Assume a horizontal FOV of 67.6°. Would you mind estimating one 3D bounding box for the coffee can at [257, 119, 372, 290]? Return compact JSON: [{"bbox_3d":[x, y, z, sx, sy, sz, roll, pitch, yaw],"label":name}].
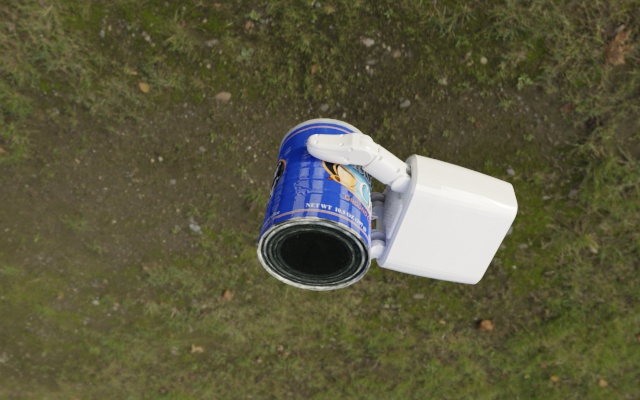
[{"bbox_3d":[0.000,0.001,0.473,0.103,0.140,0.103,4,-44,4],"label":"coffee can"}]
